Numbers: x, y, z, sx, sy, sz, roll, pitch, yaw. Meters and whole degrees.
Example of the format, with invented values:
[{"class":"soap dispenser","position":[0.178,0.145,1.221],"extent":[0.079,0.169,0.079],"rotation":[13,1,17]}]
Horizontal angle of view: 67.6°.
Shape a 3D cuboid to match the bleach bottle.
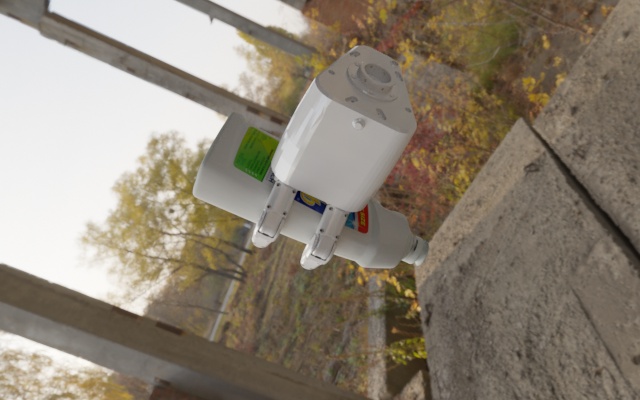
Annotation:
[{"class":"bleach bottle","position":[0.000,0.002,0.511],"extent":[0.251,0.102,0.068],"rotation":[24,-44,-8]}]
